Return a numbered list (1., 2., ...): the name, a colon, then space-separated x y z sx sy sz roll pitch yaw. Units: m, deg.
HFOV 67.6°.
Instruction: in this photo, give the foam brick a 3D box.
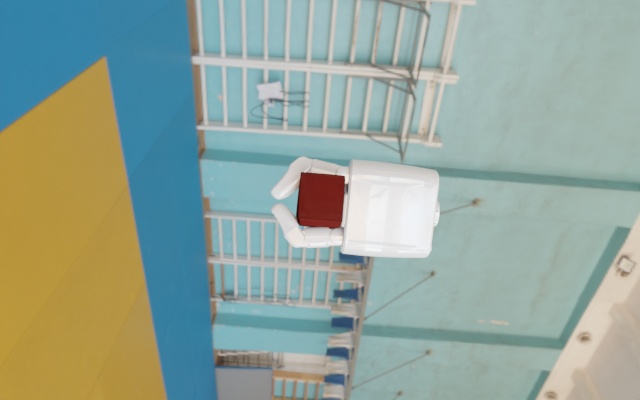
1. foam brick: 0.000 0.002 0.556 0.051 0.053 0.078 5 -9 0
